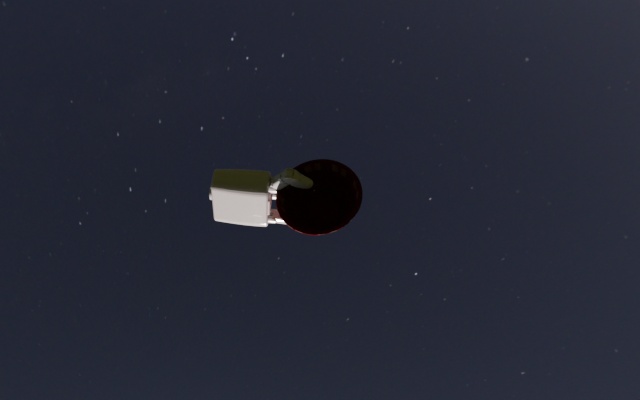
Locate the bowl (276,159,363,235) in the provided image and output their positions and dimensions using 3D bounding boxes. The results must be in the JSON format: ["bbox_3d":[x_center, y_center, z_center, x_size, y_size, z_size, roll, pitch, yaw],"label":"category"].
[{"bbox_3d":[0.001,0.003,0.898,0.162,0.162,0.055,0,-30,9],"label":"bowl"}]
